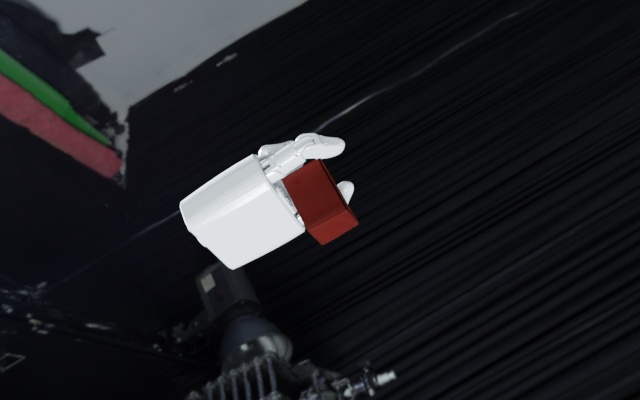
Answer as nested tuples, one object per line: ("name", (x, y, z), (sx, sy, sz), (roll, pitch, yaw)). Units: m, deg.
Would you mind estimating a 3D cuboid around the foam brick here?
("foam brick", (0.000, 0.002, 0.546), (0.051, 0.078, 0.053), (-31, -31, 4))
